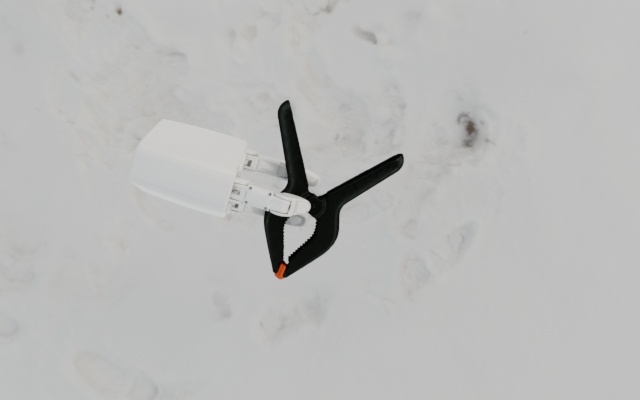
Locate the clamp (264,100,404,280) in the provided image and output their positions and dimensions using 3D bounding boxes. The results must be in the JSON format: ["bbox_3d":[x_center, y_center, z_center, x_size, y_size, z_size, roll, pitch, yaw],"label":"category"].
[{"bbox_3d":[0.000,0.002,0.586,0.164,0.210,0.036,17,8,-6],"label":"clamp"}]
